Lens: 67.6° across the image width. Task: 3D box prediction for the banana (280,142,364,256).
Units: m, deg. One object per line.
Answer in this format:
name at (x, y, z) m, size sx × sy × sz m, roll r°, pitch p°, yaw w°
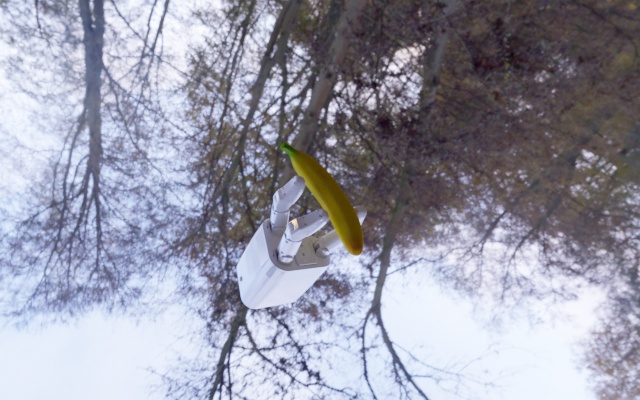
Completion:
banana at (0.010, -0.001, 0.675) m, size 0.069 × 0.197 × 0.037 m, roll -3°, pitch -39°, yaw -53°
